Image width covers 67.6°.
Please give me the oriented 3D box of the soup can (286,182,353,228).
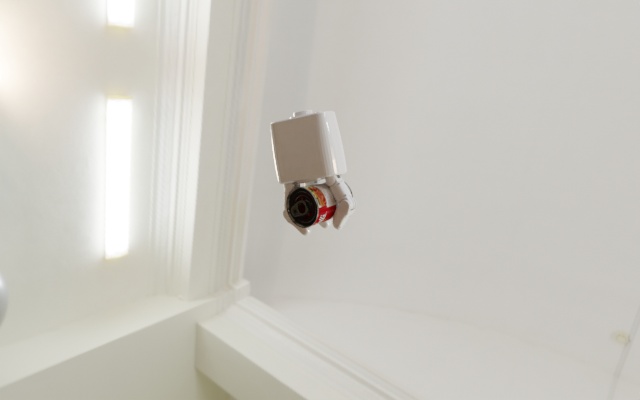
[{"bbox_3d":[0.000,0.003,0.813,0.068,0.068,0.102,0,10,39],"label":"soup can"}]
